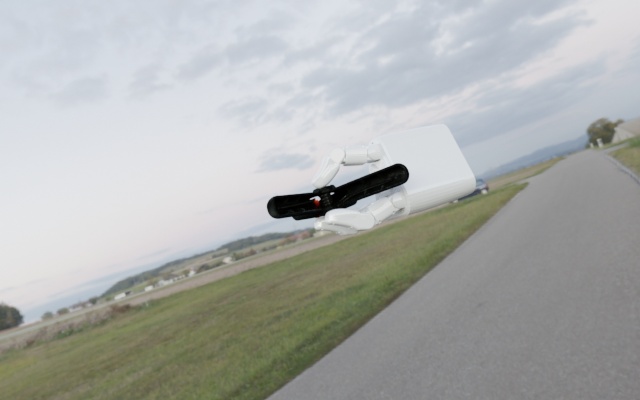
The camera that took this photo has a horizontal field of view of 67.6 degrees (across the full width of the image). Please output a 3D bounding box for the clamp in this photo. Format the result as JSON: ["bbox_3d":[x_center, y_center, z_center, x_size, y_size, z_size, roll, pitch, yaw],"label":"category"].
[{"bbox_3d":[0.000,0.001,0.610,0.164,0.036,0.210,-14,-5,-17],"label":"clamp"}]
